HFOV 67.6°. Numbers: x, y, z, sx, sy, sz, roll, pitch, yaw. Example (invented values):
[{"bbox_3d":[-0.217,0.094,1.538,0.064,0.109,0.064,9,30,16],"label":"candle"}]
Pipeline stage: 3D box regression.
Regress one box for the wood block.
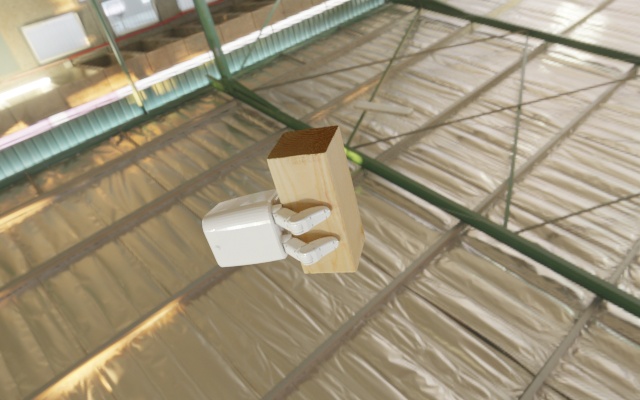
[{"bbox_3d":[0.000,0.002,0.725,0.090,0.206,0.090,-5,32,18],"label":"wood block"}]
